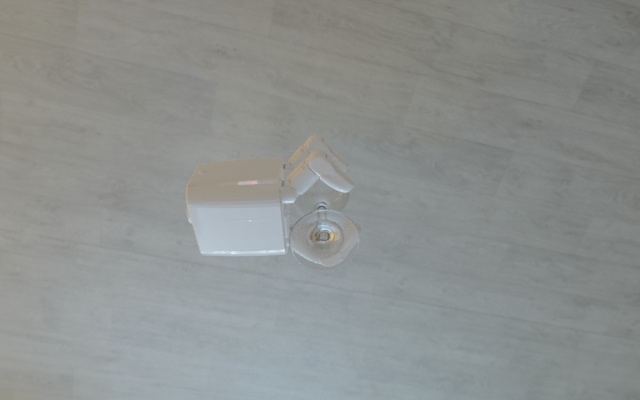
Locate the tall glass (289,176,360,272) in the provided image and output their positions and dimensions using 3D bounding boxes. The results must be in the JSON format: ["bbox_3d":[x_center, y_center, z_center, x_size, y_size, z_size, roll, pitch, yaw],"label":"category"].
[{"bbox_3d":[0.000,0.002,0.585,0.079,0.079,0.201,0,25,-2],"label":"tall glass"}]
